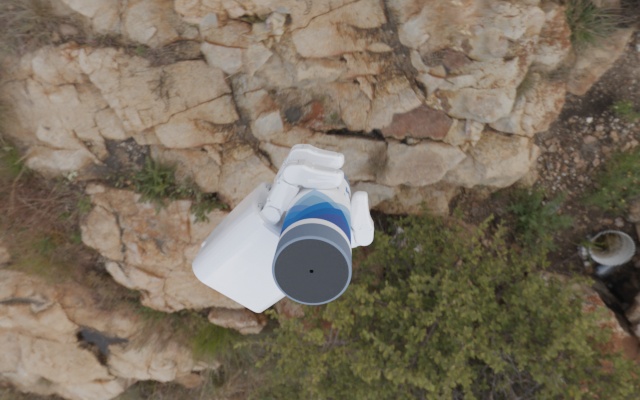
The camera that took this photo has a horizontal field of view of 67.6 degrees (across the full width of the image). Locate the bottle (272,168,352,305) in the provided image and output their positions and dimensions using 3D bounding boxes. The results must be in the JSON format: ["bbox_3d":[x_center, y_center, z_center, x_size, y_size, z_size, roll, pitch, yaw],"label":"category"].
[{"bbox_3d":[0.000,0.002,0.529,0.069,0.069,0.295,0,23,3],"label":"bottle"}]
